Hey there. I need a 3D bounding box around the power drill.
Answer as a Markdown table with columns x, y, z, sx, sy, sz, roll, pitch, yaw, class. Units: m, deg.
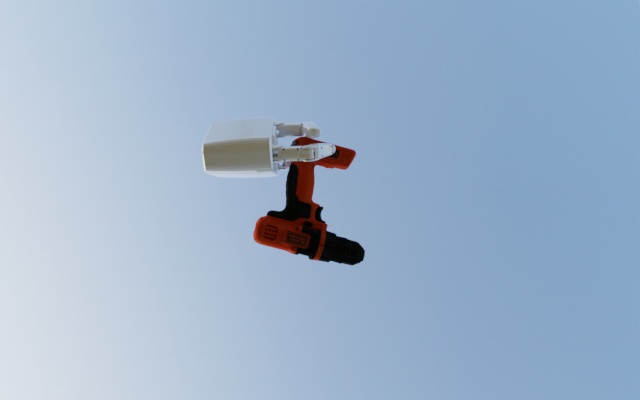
| x | y | z | sx | sy | sz | roll | pitch | yaw | class |
| --- | --- | --- | --- | --- | --- | --- | --- | --- | --- |
| 0.000 | 0.002 | 0.772 | 0.184 | 0.187 | 0.057 | 15 | -6 | -11 | power drill |
